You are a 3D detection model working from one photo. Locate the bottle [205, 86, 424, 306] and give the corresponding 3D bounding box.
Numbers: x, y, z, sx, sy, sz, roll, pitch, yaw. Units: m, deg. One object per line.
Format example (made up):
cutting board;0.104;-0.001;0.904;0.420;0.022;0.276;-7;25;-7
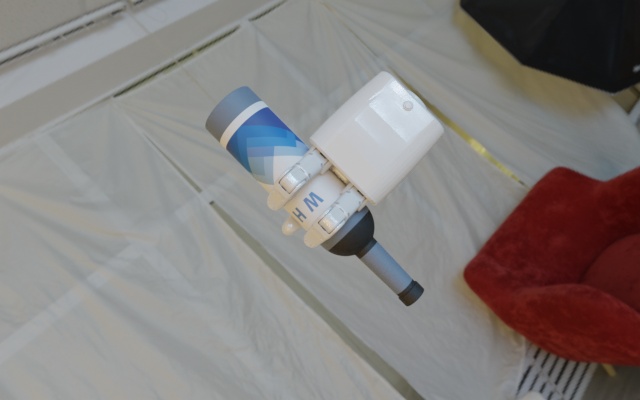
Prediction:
bottle;0.000;0.002;0.525;0.069;0.295;0.069;-45;-2;-2
